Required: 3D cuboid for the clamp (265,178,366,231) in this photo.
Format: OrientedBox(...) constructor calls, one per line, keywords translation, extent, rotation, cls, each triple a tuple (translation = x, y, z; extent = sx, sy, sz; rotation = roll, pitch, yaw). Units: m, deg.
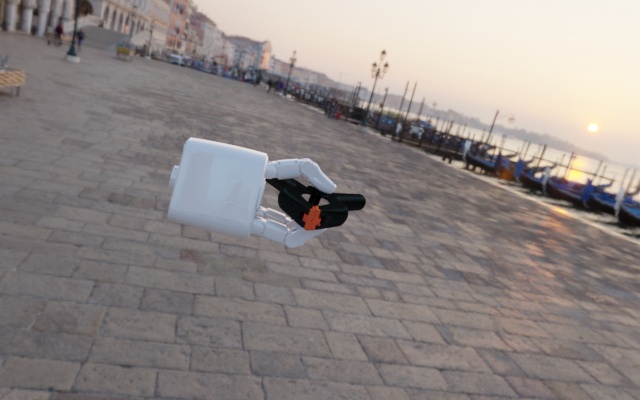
OrientedBox(translation=(0.000, 0.001, 0.661), extent=(0.164, 0.036, 0.210), rotation=(15, 12, -10), cls="clamp")
